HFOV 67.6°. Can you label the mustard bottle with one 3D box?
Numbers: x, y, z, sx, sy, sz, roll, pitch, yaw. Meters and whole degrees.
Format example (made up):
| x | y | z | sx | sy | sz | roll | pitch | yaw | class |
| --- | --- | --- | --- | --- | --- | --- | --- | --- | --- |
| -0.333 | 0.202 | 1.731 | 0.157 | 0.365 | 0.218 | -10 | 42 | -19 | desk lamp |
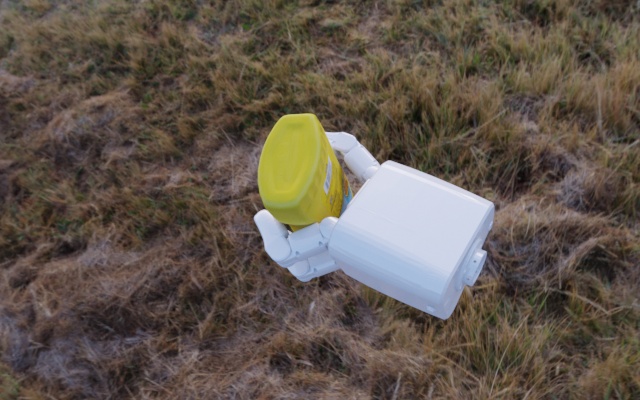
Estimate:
| x | y | z | sx | sy | sz | roll | pitch | yaw | class |
| --- | --- | --- | --- | --- | --- | --- | --- | --- | --- |
| 0.000 | 0.001 | 0.489 | 0.058 | 0.096 | 0.192 | -1 | -25 | 18 | mustard bottle |
